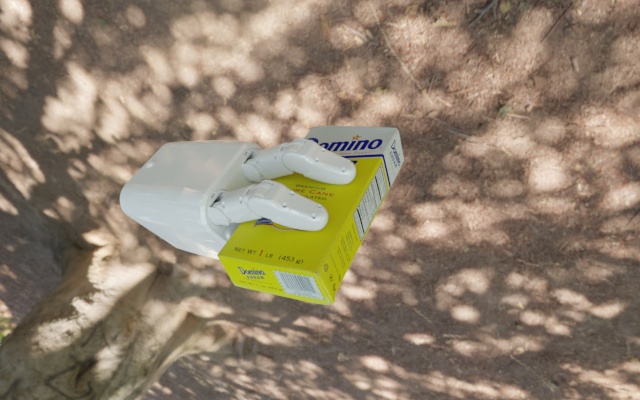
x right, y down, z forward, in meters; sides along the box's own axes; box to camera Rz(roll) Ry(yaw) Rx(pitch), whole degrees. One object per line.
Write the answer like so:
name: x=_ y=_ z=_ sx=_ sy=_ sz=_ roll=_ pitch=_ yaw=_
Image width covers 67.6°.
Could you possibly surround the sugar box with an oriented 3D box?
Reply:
sugar box: x=0.000 y=0.001 z=0.410 sx=0.093 sy=0.048 sz=0.176 roll=6 pitch=48 yaw=28
